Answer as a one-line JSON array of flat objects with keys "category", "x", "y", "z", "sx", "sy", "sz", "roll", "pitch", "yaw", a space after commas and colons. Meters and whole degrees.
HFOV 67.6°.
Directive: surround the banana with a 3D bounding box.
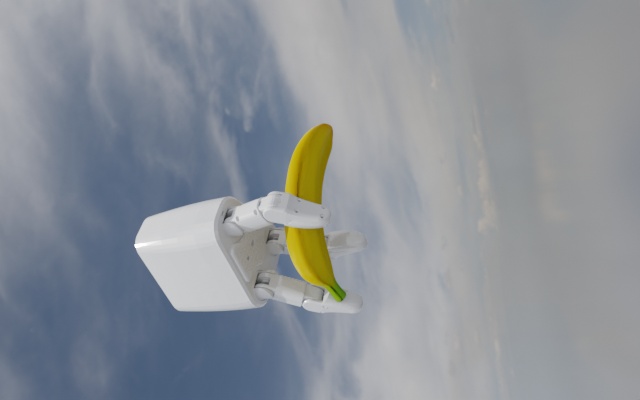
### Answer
[{"category": "banana", "x": -0.009, "y": -0.001, "z": 0.479, "sx": 0.037, "sy": 0.197, "sz": 0.070, "roll": -13, "pitch": -25, "yaw": 26}]
